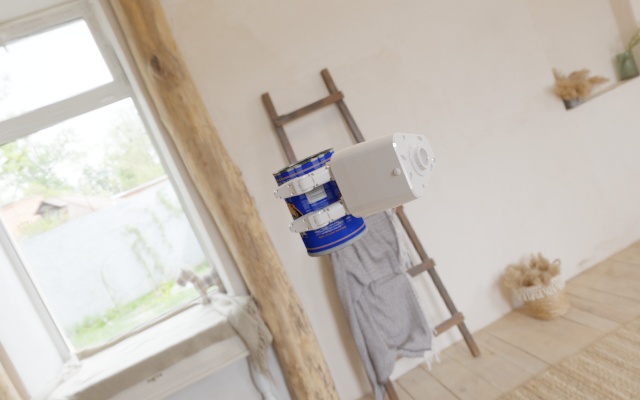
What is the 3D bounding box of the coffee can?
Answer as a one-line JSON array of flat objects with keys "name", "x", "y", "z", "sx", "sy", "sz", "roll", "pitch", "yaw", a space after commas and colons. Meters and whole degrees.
[{"name": "coffee can", "x": 0.000, "y": 0.003, "z": 0.742, "sx": 0.103, "sy": 0.140, "sz": 0.103, "roll": -23, "pitch": 8, "yaw": 3}]
